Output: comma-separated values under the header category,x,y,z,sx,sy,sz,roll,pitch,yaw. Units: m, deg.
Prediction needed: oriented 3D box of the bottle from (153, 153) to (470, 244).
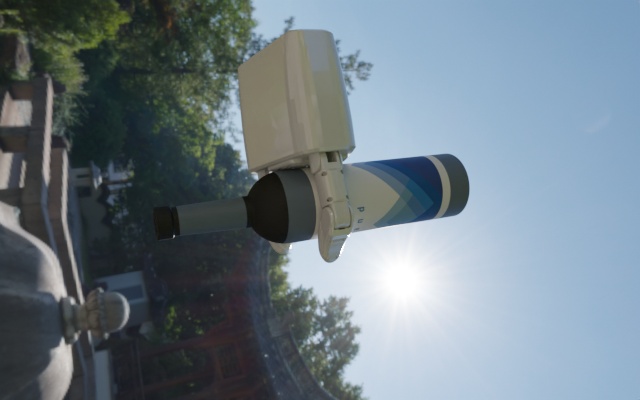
category,x,y,z,sx,sy,sz,roll,pitch,yaw
bottle,0.000,0.002,0.445,0.295,0.069,0.069,-8,3,-23
